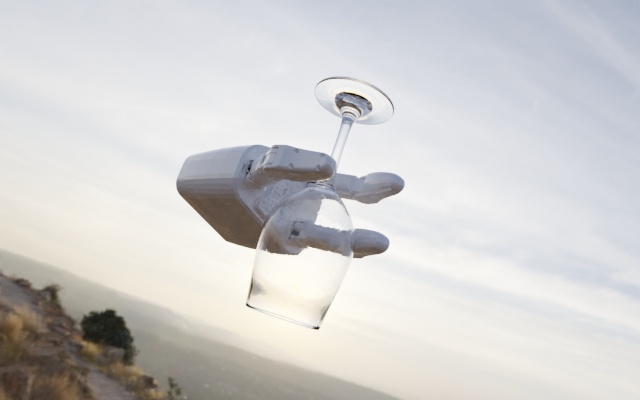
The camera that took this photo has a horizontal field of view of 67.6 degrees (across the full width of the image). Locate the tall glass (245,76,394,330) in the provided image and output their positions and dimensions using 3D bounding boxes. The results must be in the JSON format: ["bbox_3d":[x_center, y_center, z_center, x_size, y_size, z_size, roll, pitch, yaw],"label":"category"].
[{"bbox_3d":[0.000,0.001,0.401,0.079,0.201,0.079,17,-17,5],"label":"tall glass"}]
